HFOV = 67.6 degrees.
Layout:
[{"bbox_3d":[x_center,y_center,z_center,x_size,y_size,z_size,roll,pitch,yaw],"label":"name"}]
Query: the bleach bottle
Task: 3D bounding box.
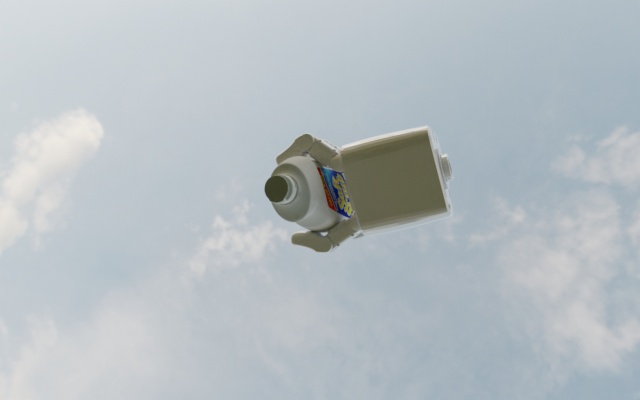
[{"bbox_3d":[0.000,0.002,0.610,0.068,0.102,0.251,-12,-7,20],"label":"bleach bottle"}]
